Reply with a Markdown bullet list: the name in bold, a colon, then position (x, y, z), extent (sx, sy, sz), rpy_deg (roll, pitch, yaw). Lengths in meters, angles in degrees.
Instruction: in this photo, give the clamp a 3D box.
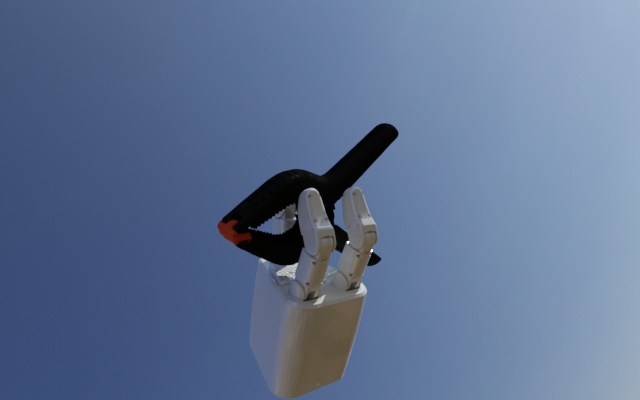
- **clamp**: position (-0.001, 0.002, 0.472), extent (0.210, 0.164, 0.036), rpy_deg (-4, 20, -41)
